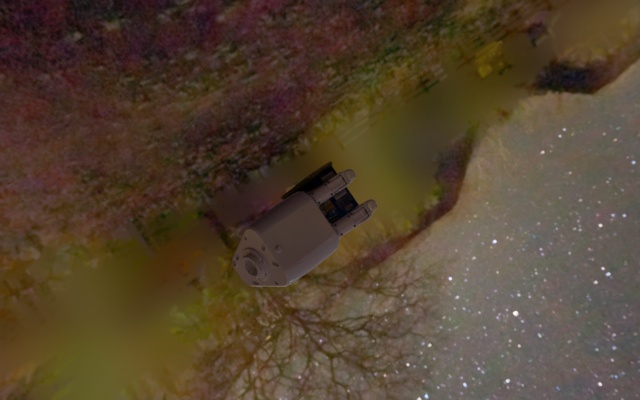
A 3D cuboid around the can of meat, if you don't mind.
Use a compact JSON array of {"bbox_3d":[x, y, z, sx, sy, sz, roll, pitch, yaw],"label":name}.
[{"bbox_3d":[0.000,0.003,0.731,0.102,0.084,0.057,-35,0,44],"label":"can of meat"}]
